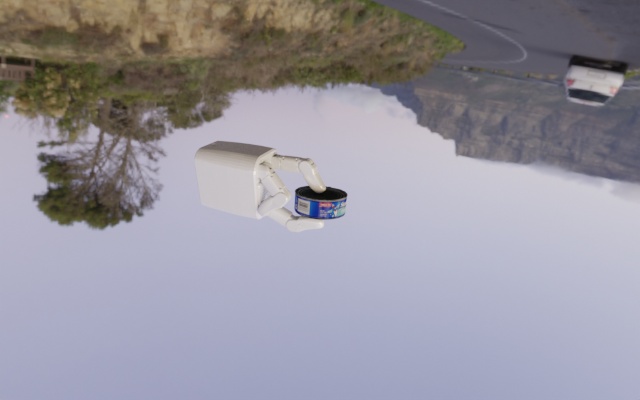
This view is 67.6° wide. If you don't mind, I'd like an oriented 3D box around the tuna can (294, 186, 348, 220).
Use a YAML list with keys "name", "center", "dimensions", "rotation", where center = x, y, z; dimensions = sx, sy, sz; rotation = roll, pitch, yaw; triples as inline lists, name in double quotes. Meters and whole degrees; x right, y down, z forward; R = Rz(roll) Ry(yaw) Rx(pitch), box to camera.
- name: "tuna can"
  center: [0.000, 0.003, 0.775]
  dimensions: [0.086, 0.034, 0.086]
  rotation: [4, 17, -1]
